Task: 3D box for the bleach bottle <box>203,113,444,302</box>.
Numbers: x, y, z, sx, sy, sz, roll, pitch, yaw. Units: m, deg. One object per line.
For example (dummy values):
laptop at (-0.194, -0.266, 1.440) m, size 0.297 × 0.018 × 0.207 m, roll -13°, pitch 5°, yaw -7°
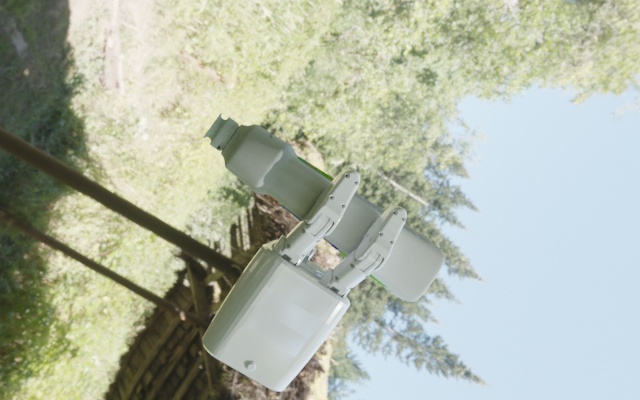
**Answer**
bleach bottle at (0.000, 0.002, 0.468) m, size 0.251 × 0.068 × 0.102 m, roll 35°, pitch 1°, yaw -14°
